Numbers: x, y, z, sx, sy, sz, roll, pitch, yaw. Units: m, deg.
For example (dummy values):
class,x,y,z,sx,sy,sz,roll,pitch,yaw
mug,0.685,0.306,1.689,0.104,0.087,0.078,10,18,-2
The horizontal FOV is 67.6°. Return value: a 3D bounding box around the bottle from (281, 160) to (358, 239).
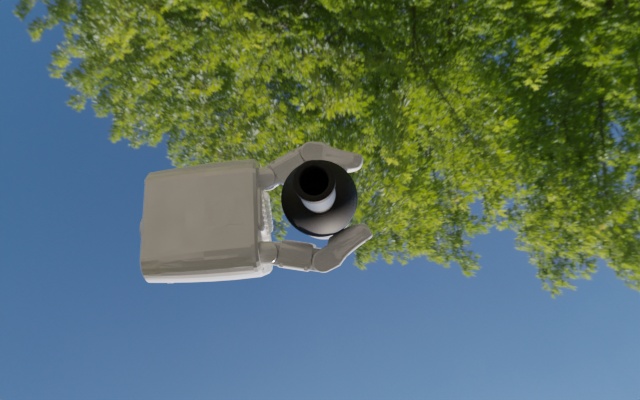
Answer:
class,x,y,z,sx,sy,sz,roll,pitch,yaw
bottle,0.000,0.001,0.449,0.069,0.069,0.296,0,-5,2
